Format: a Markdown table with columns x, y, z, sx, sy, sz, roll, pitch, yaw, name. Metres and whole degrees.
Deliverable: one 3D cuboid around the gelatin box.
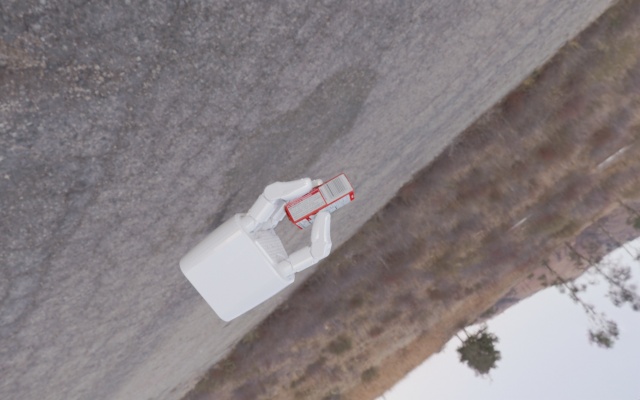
| x | y | z | sx | sy | sz | roll | pitch | yaw | name |
| --- | --- | --- | --- | --- | --- | --- | --- | --- | --- |
| 0.001 | 0.002 | 0.625 | 0.089 | 0.030 | 0.073 | -29 | -10 | 1 | gelatin box |
